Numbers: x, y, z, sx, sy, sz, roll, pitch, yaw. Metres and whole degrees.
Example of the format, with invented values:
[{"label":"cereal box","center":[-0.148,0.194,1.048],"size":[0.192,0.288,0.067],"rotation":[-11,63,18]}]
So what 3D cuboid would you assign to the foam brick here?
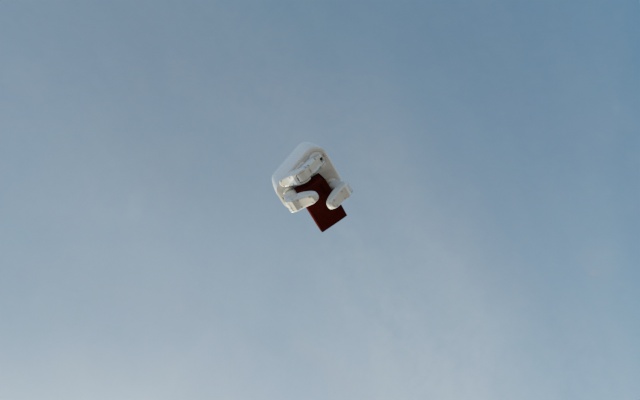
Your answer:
[{"label":"foam brick","center":[0.000,0.003,0.806],"size":[0.053,0.078,0.051],"rotation":[-32,18,-3]}]
